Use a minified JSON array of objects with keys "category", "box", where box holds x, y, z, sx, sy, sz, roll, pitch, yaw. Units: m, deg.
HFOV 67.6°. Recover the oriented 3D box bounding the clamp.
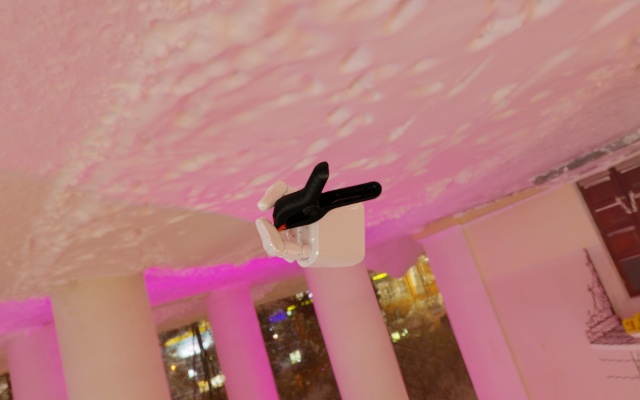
[{"category":"clamp","box":[0.000,0.003,0.676,0.120,0.039,0.171,17,-33,-32]}]
